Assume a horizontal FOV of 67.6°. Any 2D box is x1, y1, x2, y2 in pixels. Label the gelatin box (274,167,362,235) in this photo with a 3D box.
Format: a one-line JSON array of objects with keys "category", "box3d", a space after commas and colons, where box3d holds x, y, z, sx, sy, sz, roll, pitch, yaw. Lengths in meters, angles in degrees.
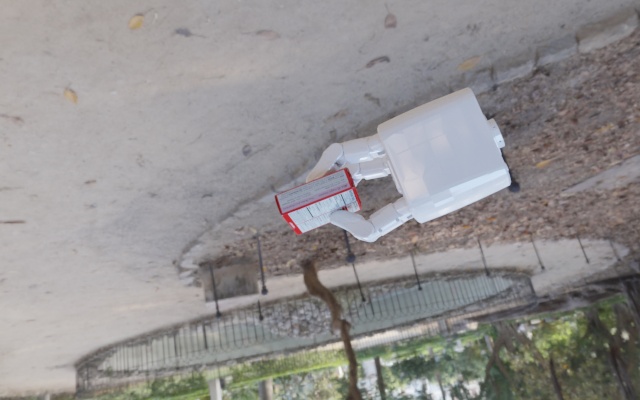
[{"category": "gelatin box", "box3d": [0.000, 0.002, 0.555, 0.089, 0.030, 0.073, -22, -24, 3]}]
